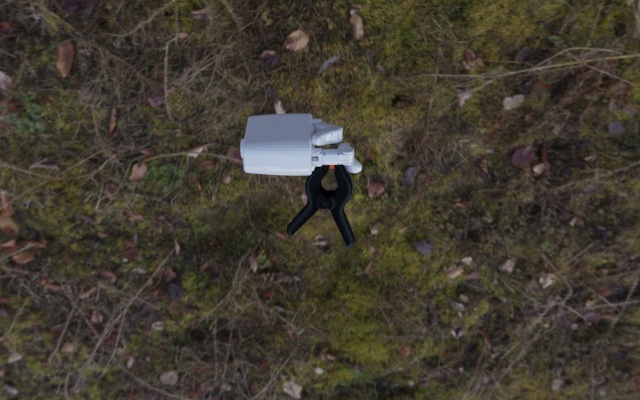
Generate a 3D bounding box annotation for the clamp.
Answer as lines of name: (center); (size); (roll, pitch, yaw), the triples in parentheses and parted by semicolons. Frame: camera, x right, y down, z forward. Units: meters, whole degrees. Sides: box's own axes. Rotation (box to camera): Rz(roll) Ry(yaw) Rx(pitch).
clamp: (0.000, 0.003, 0.808); (0.120, 0.171, 0.039); (0, 24, 1)
